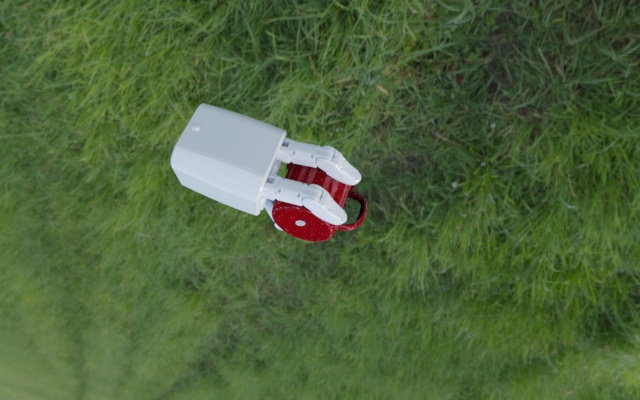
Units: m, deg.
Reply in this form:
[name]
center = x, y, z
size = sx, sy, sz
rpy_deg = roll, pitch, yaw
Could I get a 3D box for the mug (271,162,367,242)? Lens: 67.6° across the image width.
[mug]
center = 0.001, 0.003, 0.596
size = 0.117, 0.081, 0.093
rpy_deg = 20, -30, -1
